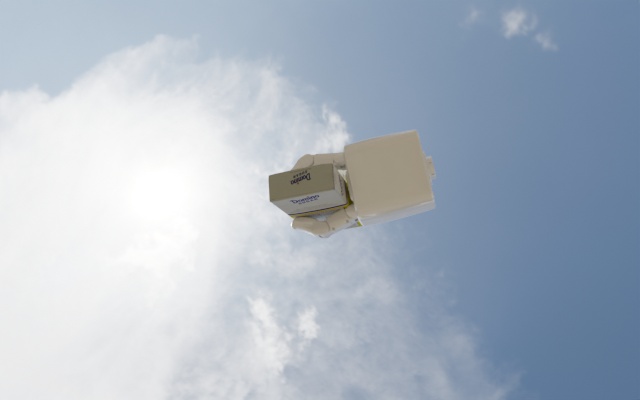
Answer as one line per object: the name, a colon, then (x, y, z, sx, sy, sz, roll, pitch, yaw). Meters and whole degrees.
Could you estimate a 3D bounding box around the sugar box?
sugar box: (0.000, 0.002, 0.697, 0.093, 0.048, 0.176, -10, -23, 14)
